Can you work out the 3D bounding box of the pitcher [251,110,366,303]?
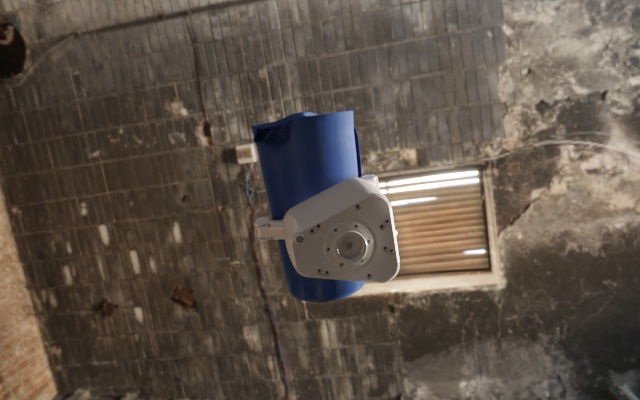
[{"bbox_3d":[0.000,0.002,0.644,0.149,0.243,0.145,-10,10,-6],"label":"pitcher"}]
